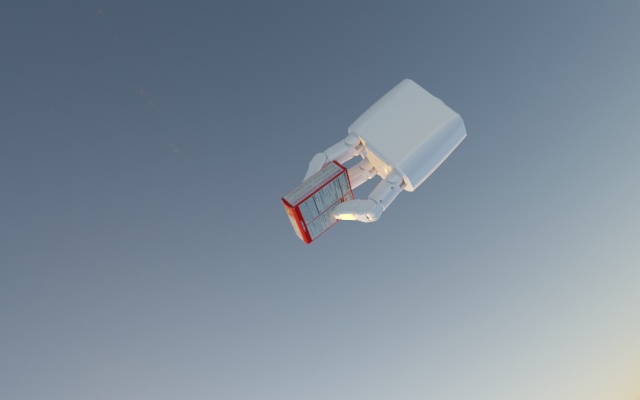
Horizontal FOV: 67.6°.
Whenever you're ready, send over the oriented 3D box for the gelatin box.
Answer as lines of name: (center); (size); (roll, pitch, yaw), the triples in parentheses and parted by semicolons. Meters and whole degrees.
gelatin box: (0.000, 0.002, 0.612); (0.089, 0.073, 0.030); (-38, 49, -17)
